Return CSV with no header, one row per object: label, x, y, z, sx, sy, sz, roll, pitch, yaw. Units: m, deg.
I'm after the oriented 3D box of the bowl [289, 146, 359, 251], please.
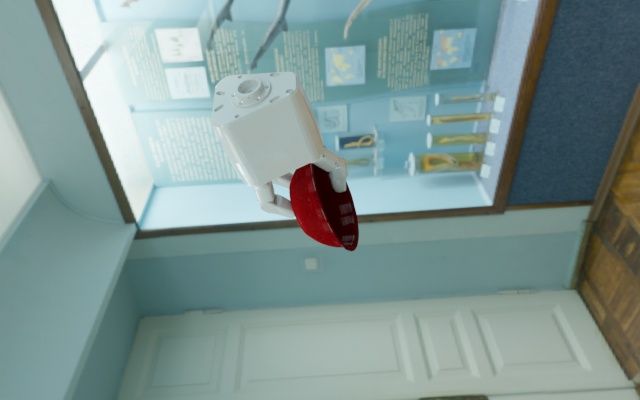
bowl,0.000,0.003,0.691,0.055,0.162,0.162,-19,-7,19
